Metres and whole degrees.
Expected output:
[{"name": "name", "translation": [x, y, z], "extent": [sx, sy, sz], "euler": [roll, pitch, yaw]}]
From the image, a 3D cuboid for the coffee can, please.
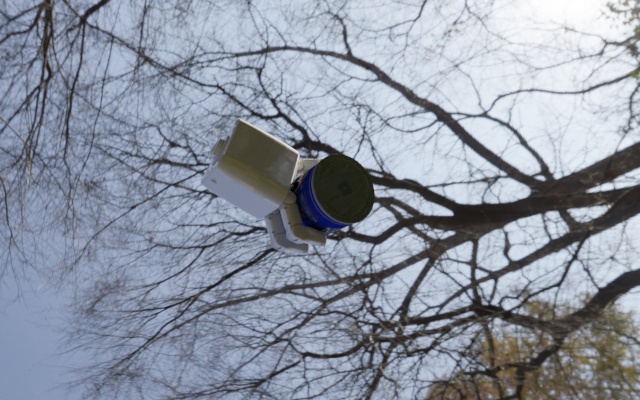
[{"name": "coffee can", "translation": [0.000, 0.002, 0.722], "extent": [0.103, 0.102, 0.140], "euler": [0, -17, -31]}]
